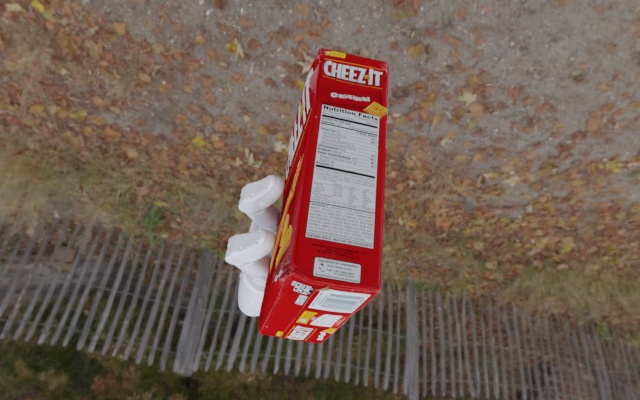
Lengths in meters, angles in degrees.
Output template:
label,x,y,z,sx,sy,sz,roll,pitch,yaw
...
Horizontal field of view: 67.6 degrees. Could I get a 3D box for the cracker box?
label,x,y,z,sx,sy,sz,roll,pitch,yaw
cracker box,0.000,0.002,0.429,0.072,0.213,0.164,11,-30,-9
